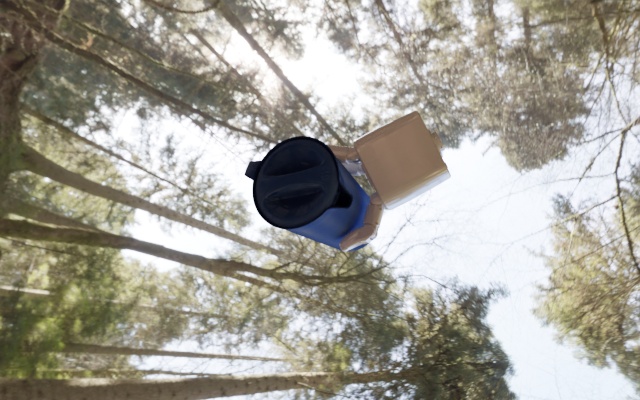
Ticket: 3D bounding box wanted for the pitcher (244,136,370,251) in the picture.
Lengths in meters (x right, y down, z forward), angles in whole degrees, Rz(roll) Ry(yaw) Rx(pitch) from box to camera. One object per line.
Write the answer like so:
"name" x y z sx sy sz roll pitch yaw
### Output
"pitcher" 0.000 0.002 0.751 0.145 0.149 0.243 -29 -26 13
